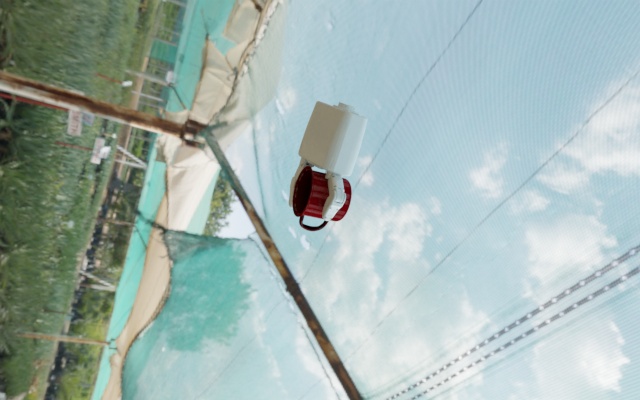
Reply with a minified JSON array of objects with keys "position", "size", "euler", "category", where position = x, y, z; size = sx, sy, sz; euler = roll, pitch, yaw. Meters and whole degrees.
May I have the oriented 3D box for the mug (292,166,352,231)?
[{"position":[0.000,0.004,0.863],"size":[0.081,0.117,0.093],"euler":[13,15,-22],"category":"mug"}]
